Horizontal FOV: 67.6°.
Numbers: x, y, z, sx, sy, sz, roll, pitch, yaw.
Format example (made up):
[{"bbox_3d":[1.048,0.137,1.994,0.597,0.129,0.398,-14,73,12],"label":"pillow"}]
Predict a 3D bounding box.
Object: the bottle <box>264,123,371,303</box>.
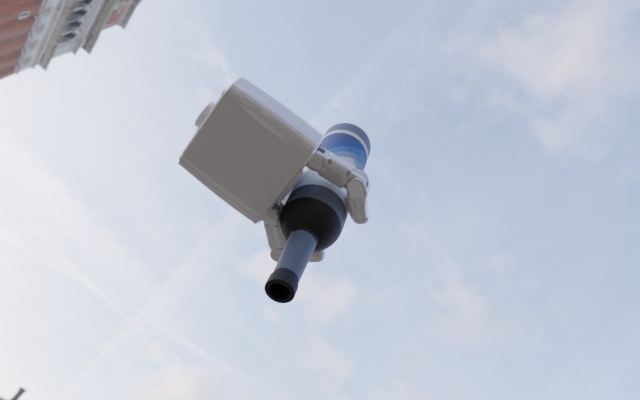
[{"bbox_3d":[0.000,0.002,0.528,0.069,0.069,0.295,0,31,16],"label":"bottle"}]
